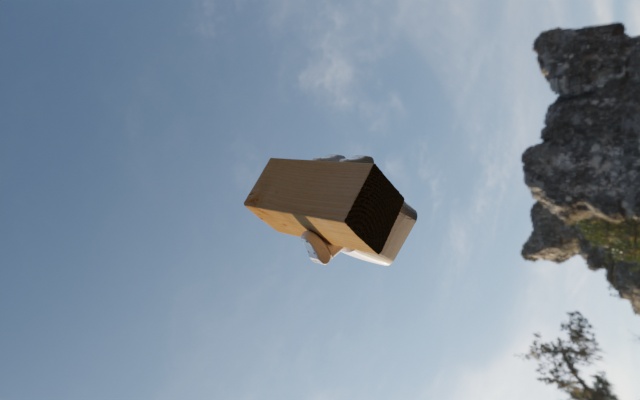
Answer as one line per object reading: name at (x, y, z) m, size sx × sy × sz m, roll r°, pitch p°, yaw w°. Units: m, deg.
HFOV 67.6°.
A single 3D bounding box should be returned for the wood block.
wood block at (0.000, 0.003, 0.681) m, size 0.206 × 0.090 × 0.090 m, roll 7°, pitch -27°, yaw 45°
